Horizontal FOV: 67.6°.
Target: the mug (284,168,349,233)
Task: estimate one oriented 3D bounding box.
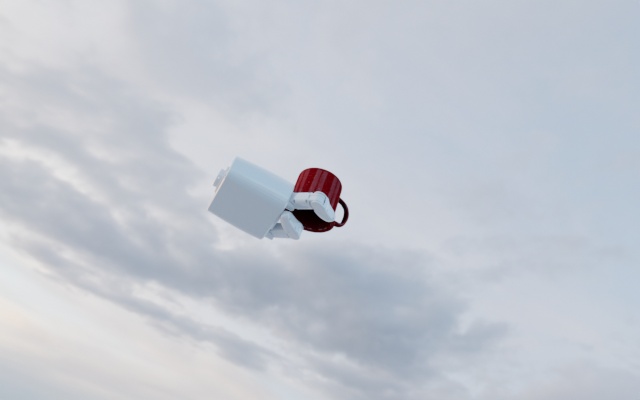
[{"bbox_3d":[0.001,0.003,0.831,0.117,0.081,0.093,29,-34,-14],"label":"mug"}]
